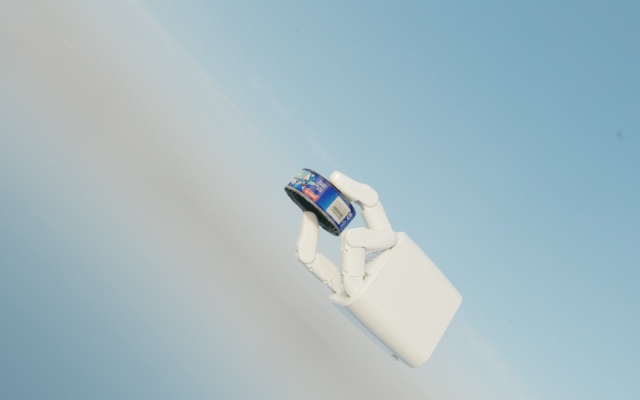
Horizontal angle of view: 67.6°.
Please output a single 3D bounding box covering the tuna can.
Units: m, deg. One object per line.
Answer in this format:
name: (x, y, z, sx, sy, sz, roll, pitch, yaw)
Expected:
tuna can: (0.000, 0.001, 0.561, 0.086, 0.033, 0.086, 40, -11, 9)
